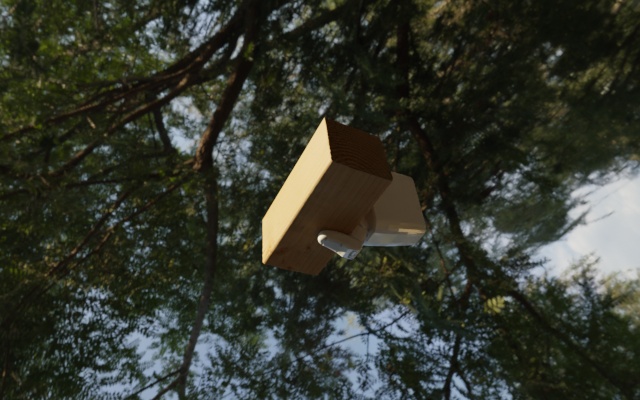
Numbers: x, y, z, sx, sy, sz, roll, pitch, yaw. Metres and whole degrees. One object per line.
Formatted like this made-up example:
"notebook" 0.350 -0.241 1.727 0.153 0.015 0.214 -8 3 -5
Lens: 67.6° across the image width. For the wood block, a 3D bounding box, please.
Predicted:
"wood block" 0.000 0.003 0.659 0.090 0.090 0.206 16 -50 -23
